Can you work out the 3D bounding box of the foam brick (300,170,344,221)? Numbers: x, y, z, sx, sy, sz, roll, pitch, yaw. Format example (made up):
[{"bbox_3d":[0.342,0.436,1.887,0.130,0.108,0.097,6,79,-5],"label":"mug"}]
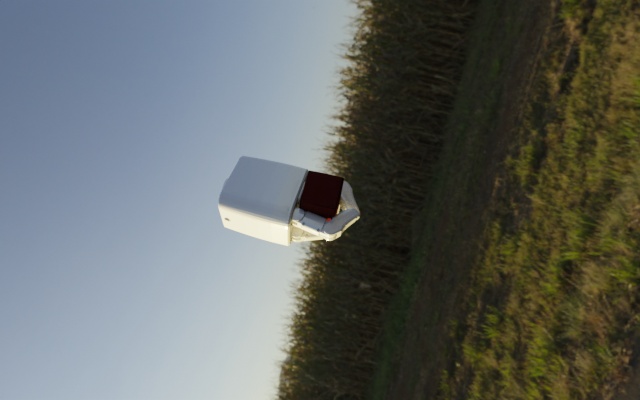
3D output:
[{"bbox_3d":[0.000,0.002,0.682,0.051,0.053,0.078,14,-29,4],"label":"foam brick"}]
